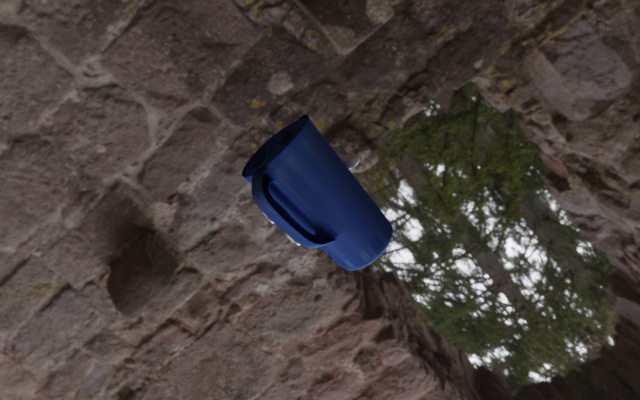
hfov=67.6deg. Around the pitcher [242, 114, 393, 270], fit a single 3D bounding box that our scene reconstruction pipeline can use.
[{"bbox_3d":[0.000,0.002,0.744,0.243,0.149,0.145,47,-6,-19],"label":"pitcher"}]
